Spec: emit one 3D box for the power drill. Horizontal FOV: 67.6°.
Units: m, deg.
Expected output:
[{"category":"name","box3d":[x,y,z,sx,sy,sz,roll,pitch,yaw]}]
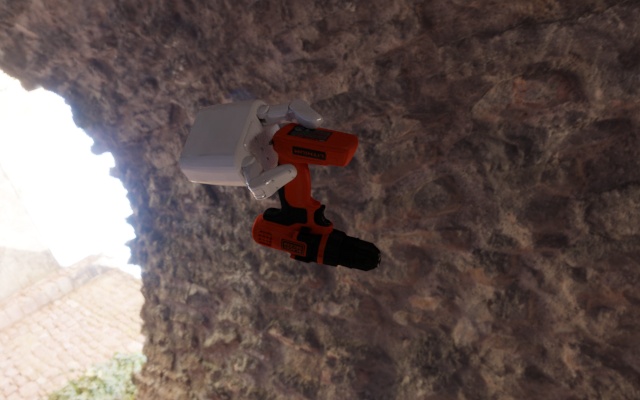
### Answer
[{"category":"power drill","box3d":[0.000,0.002,0.627,0.184,0.188,0.057,13,30,10]}]
